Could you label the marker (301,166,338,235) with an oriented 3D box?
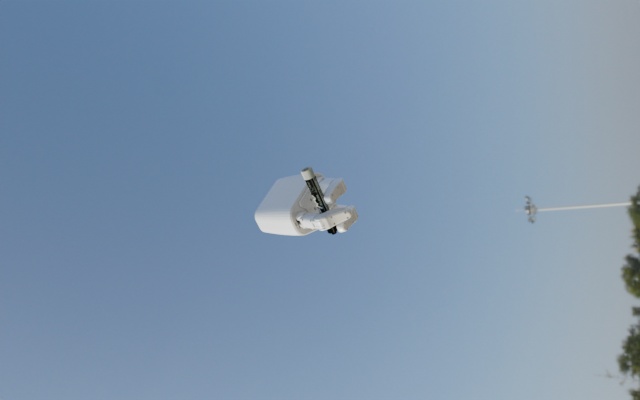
[{"bbox_3d":[0.000,0.003,0.768,0.020,0.121,0.020,-21,21,8],"label":"marker"}]
